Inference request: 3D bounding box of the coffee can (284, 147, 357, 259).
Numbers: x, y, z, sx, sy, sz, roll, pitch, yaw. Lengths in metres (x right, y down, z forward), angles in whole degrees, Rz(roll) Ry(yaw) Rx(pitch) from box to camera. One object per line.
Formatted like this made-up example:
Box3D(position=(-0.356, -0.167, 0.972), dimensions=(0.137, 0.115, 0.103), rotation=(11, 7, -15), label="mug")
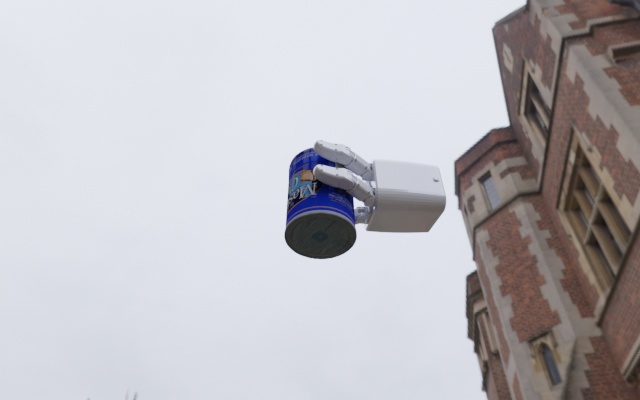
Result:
Box3D(position=(0.000, 0.003, 0.721), dimensions=(0.103, 0.140, 0.103), rotation=(0, -44, 0), label="coffee can")
